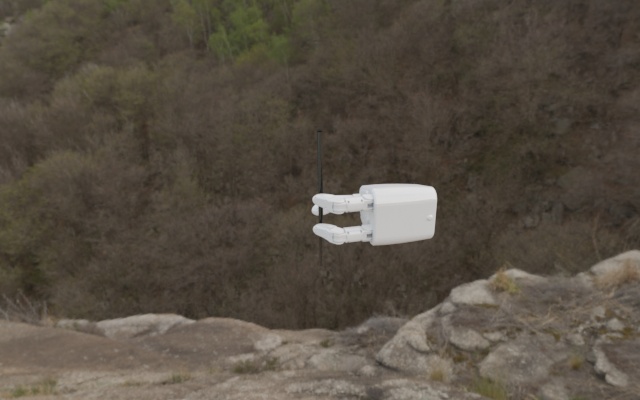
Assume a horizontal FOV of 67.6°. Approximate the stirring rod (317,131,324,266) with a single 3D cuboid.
[{"bbox_3d":[0.000,0.003,0.797,0.011,0.240,0.011,-1,23,0],"label":"stirring rod"}]
